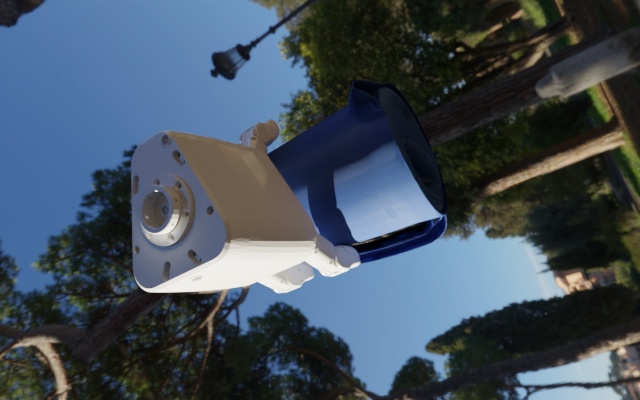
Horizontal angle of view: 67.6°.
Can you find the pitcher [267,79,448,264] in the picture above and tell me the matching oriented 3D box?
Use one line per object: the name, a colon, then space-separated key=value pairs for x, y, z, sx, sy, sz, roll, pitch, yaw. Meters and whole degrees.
pitcher: x=0.000 y=0.002 z=0.488 sx=0.243 sy=0.149 sz=0.145 roll=-24 pitch=-13 yaw=25
